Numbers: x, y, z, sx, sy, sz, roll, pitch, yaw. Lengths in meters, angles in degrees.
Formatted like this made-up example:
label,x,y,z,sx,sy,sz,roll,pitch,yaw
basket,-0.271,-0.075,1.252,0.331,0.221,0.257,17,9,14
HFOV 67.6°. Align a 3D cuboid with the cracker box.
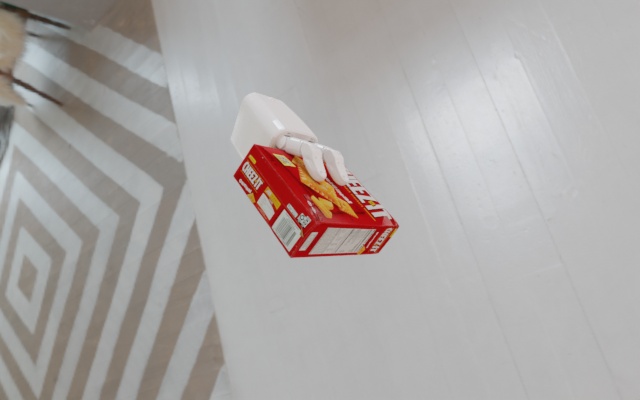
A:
label,x,y,z,sx,sy,sz,roll,pitch,yaw
cracker box,0.000,0.002,0.718,0.214,0.072,0.164,5,38,-51
